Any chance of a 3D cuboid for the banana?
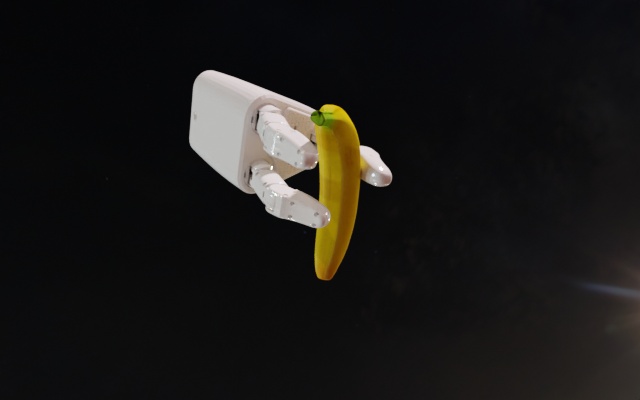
[{"bbox_3d":[0.010,-0.012,0.441,0.037,0.198,0.069,22,48,27],"label":"banana"}]
